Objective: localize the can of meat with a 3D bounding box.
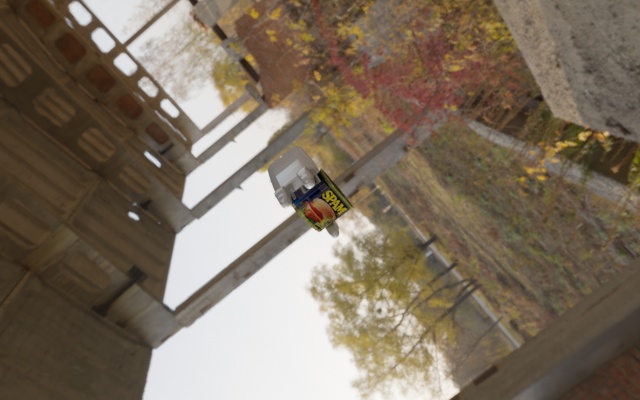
[{"bbox_3d":[0.000,0.003,0.899,0.102,0.084,0.057,47,8,-43],"label":"can of meat"}]
